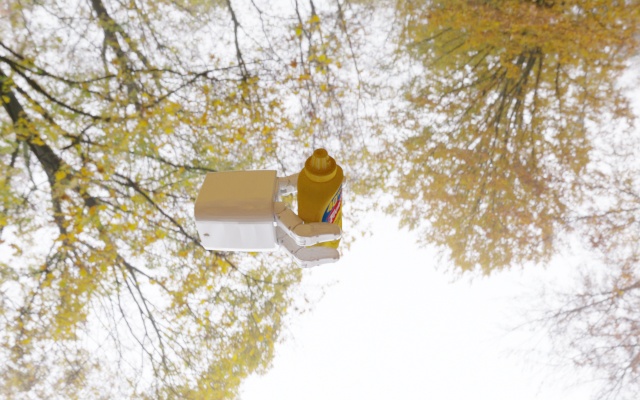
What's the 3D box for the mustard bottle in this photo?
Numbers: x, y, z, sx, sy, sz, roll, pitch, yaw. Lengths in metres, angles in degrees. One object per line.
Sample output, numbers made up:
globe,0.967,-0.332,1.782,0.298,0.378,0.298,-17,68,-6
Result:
mustard bottle,0.000,0.002,0.658,0.058,0.096,0.192,18,-37,16
